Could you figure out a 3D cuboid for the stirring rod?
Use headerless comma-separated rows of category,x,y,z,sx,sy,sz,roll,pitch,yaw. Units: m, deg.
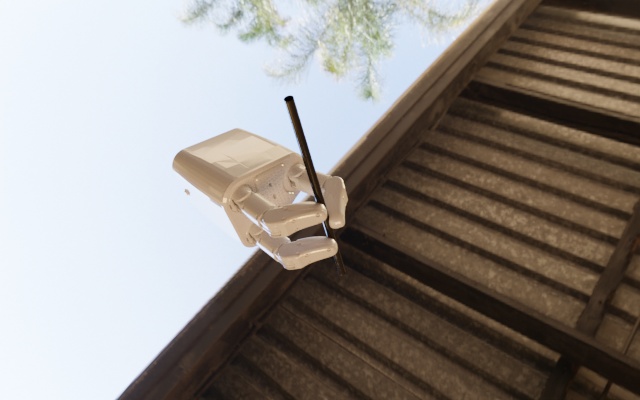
stirring rod,0.000,0.001,0.455,0.011,0.011,0.240,0,-42,16
